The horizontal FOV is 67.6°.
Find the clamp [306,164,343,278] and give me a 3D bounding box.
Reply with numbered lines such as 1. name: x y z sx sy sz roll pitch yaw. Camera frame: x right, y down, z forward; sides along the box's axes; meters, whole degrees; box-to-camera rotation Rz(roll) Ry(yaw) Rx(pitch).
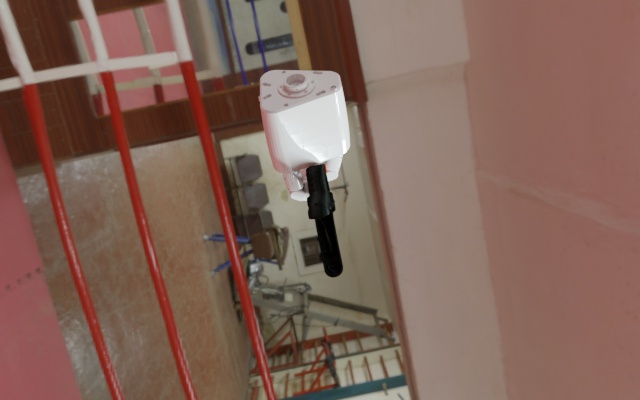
1. clamp: 0.001 0.002 0.629 0.039 0.171 0.120 -10 -41 -2
